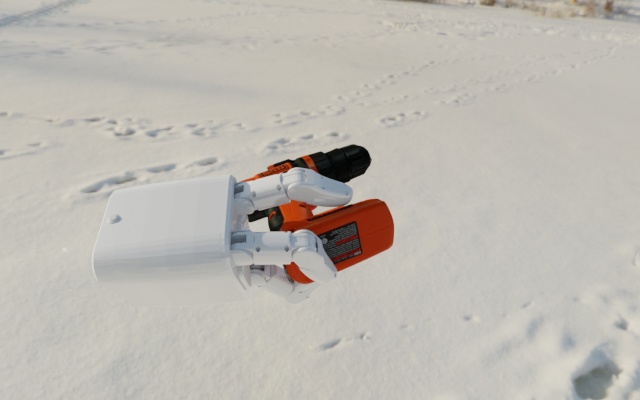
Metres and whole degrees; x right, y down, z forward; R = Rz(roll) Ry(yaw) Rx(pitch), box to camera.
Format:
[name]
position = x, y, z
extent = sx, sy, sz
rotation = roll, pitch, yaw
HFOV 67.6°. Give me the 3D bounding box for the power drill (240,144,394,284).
[power drill]
position = 0.000, 0.002, 0.499
extent = 0.184, 0.057, 0.187
rotation = -23, 26, -13
